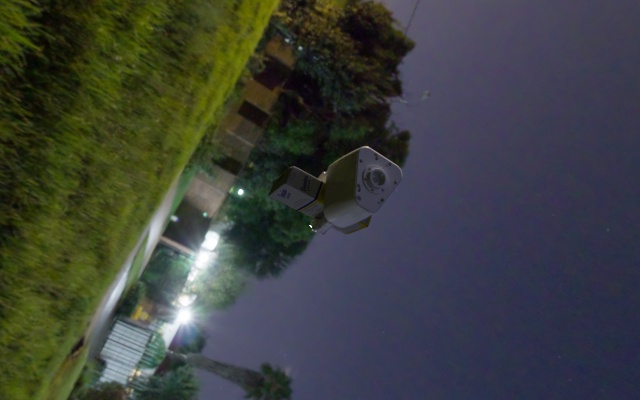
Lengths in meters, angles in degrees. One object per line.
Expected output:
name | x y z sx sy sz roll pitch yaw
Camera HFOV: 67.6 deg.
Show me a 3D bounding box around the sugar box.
sugar box | 0.000 0.002 0.890 0.176 0.048 0.093 30 -25 -16
